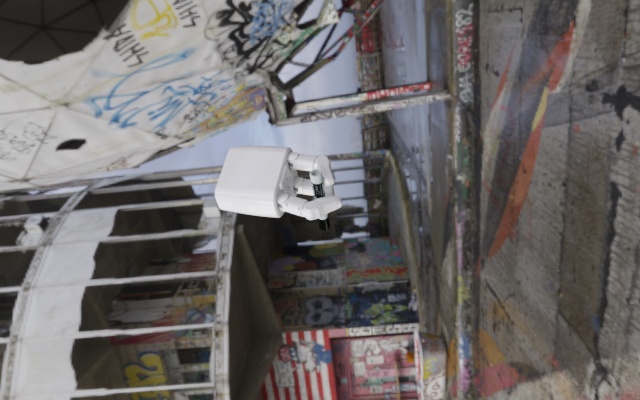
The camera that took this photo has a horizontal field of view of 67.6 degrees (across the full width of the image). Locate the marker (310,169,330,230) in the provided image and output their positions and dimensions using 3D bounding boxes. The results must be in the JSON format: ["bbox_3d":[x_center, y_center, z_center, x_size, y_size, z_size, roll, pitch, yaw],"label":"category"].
[{"bbox_3d":[0.000,0.002,0.755,0.020,0.121,0.020,-5,42,5],"label":"marker"}]
